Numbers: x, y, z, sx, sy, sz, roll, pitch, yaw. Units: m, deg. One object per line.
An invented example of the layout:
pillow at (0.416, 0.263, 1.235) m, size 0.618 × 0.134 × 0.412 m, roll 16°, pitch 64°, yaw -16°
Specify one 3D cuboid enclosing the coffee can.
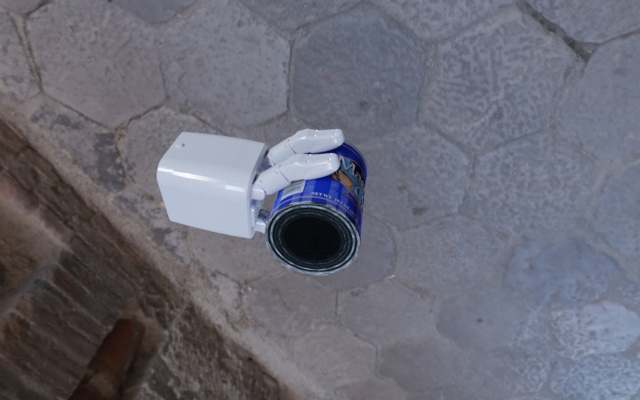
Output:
coffee can at (0.000, 0.002, 0.559) m, size 0.103 × 0.103 × 0.140 m, roll 0°, pitch 36°, yaw 9°
